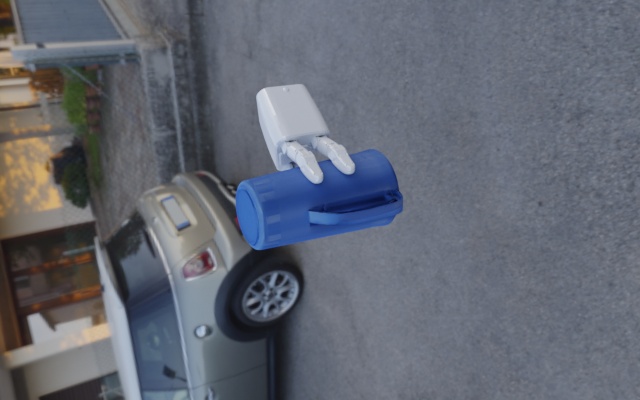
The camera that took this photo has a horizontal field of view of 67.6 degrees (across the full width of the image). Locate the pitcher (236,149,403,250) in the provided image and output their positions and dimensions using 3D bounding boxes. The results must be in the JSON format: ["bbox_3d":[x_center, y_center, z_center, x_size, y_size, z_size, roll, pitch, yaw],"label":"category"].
[{"bbox_3d":[0.000,0.002,0.756,0.243,0.145,0.149,-13,-22,-26],"label":"pitcher"}]
